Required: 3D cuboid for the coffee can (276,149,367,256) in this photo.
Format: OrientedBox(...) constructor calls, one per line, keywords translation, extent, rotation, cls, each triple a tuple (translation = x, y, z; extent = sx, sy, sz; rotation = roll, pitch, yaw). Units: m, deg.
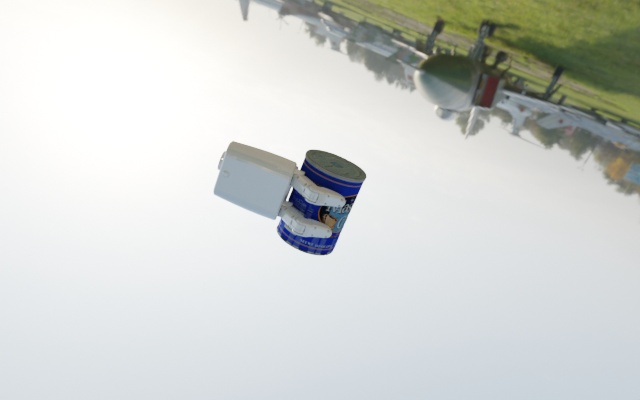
OrientedBox(translation=(0.000, 0.002, 0.769), extent=(0.103, 0.140, 0.102), rotation=(20, 21, -8), cls="coffee can")
